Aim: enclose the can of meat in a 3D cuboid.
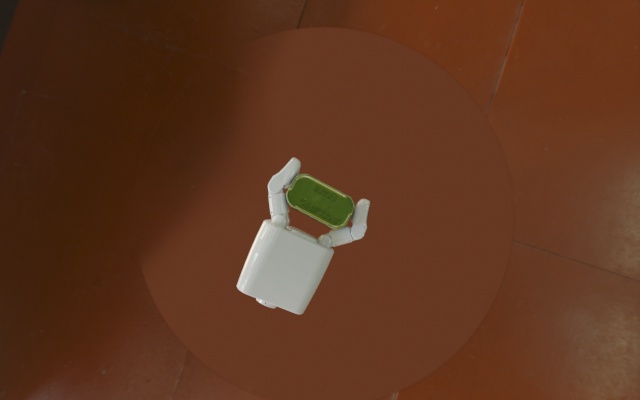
[{"bbox_3d":[0.000,0.002,0.704,0.102,0.057,0.084,28,-1,1],"label":"can of meat"}]
